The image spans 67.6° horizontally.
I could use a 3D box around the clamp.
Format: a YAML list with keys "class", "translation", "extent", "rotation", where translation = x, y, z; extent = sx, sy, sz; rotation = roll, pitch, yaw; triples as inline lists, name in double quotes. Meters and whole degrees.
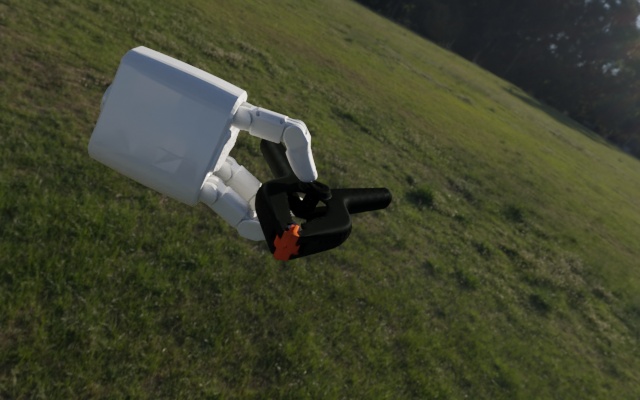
- class: "clamp"
  translation: [0.000, 0.001, 0.476]
  extent: [0.164, 0.036, 0.210]
  rotation: [22, 25, -6]
